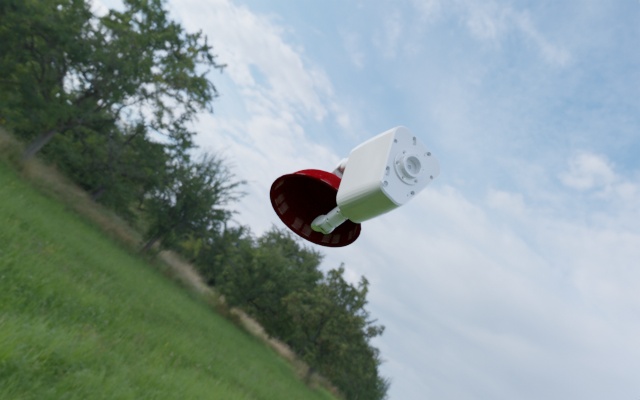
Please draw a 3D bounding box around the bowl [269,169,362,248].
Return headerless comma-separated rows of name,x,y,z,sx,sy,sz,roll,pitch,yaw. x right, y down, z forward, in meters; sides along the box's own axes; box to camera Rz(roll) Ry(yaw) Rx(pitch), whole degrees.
bowl,-0.001,0.002,0.775,0.162,0.162,0.055,0,42,34
